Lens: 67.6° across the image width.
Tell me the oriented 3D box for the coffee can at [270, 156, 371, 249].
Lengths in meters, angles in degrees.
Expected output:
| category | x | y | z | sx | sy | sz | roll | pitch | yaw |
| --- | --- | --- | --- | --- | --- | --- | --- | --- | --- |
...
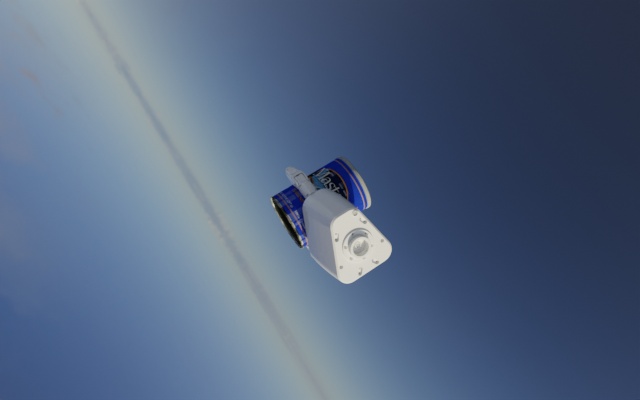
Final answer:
| category | x | y | z | sx | sy | sz | roll | pitch | yaw |
| --- | --- | --- | --- | --- | --- | --- | --- | --- | --- |
| coffee can | 0.000 | 0.002 | 0.817 | 0.140 | 0.103 | 0.103 | -31 | 7 | -12 |
